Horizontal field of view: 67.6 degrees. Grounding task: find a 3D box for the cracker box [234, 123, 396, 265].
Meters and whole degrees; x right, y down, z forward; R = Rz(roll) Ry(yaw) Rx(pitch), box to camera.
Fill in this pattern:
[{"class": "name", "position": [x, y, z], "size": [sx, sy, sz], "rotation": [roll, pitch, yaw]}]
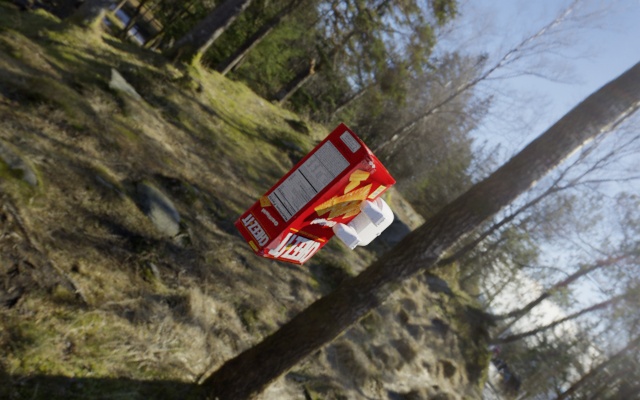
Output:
[{"class": "cracker box", "position": [0.000, 0.002, 0.725], "size": [0.214, 0.072, 0.164], "rotation": [-43, -23, 7]}]
